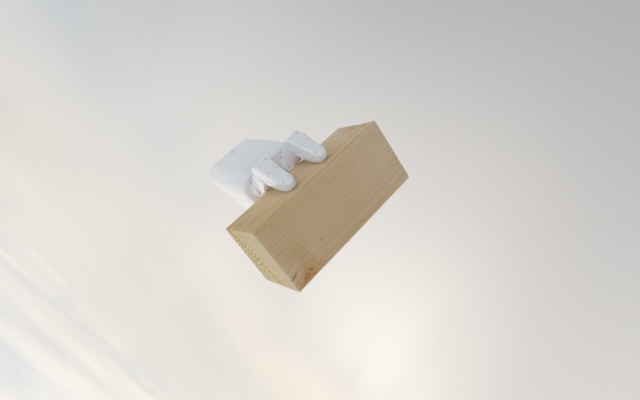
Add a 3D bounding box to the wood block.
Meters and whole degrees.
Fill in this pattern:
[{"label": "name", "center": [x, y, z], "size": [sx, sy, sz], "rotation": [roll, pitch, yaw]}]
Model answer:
[{"label": "wood block", "center": [0.000, 0.002, 0.588], "size": [0.206, 0.091, 0.090], "rotation": [-44, 22, -23]}]
